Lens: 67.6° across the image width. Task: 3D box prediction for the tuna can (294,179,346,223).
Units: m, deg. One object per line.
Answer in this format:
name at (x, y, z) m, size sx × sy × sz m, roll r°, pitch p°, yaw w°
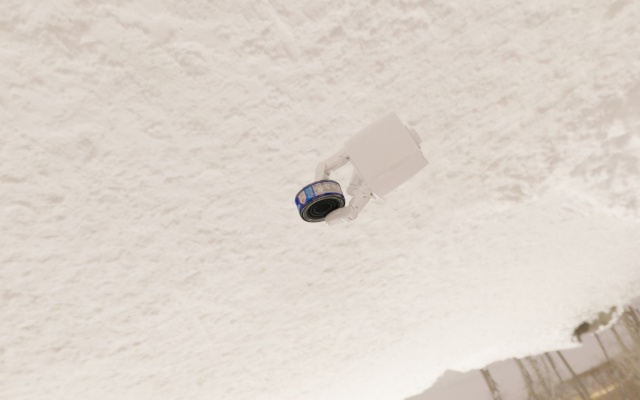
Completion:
tuna can at (0.000, 0.003, 0.831) m, size 0.086 × 0.033 × 0.086 m, roll -15°, pitch -31°, yaw -9°
